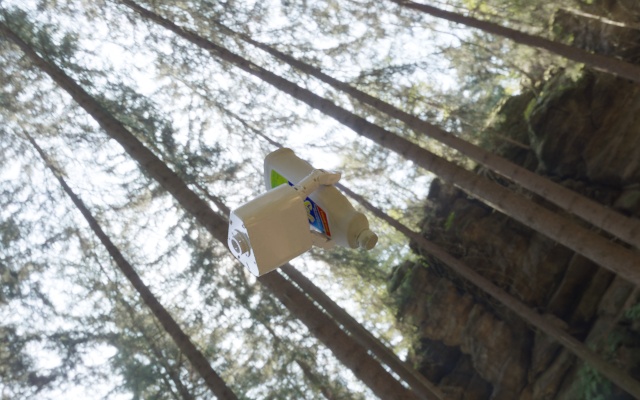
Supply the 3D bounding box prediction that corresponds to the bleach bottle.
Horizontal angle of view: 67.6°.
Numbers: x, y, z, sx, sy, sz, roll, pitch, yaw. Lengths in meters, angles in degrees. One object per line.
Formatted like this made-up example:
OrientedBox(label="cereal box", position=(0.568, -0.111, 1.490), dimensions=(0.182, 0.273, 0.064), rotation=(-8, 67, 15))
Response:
OrientedBox(label="bleach bottle", position=(0.000, 0.003, 0.823), dimensions=(0.068, 0.103, 0.250), rotation=(-27, 45, -31))
